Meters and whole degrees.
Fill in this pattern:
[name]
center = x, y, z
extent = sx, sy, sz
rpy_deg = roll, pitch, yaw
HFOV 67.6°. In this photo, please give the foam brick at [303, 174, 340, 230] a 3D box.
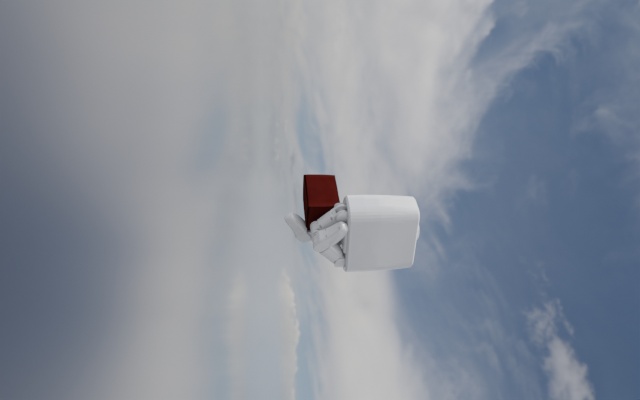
[foam brick]
center = 0.000, 0.002, 0.756
extent = 0.051, 0.053, 0.078
rpy_deg = -2, 44, -6
